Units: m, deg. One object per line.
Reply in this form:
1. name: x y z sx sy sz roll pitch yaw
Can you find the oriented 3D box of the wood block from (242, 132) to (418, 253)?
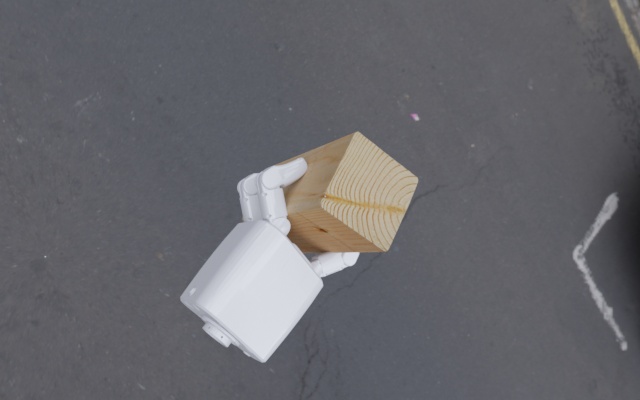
1. wood block: 0.000 0.002 0.552 0.091 0.090 0.206 35 -21 -22
